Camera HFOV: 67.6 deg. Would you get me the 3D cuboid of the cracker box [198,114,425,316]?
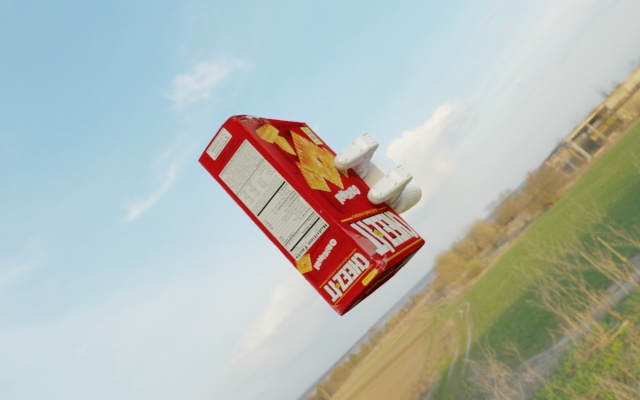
[{"bbox_3d":[0.000,0.002,0.515,0.213,0.072,0.164,45,21,15],"label":"cracker box"}]
